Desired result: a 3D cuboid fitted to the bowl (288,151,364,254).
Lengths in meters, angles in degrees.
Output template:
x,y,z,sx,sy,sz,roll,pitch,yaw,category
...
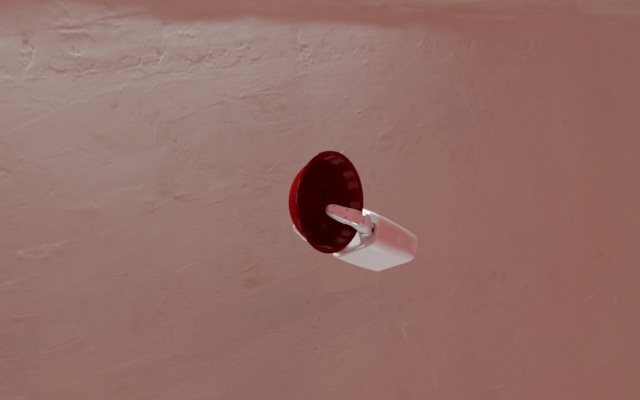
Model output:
x,y,z,sx,sy,sz,roll,pitch,yaw,category
-0.001,0.002,0.764,0.055,0.162,0.162,1,1,41,bowl
